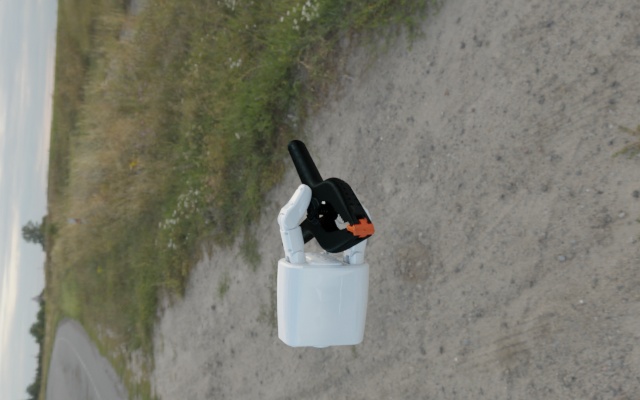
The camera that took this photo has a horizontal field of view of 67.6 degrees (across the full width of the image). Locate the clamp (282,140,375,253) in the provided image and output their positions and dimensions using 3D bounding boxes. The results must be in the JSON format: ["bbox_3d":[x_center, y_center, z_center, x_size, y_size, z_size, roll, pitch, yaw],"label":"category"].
[{"bbox_3d":[0.000,0.002,0.622,0.036,0.164,0.210,-4,7,-28],"label":"clamp"}]
